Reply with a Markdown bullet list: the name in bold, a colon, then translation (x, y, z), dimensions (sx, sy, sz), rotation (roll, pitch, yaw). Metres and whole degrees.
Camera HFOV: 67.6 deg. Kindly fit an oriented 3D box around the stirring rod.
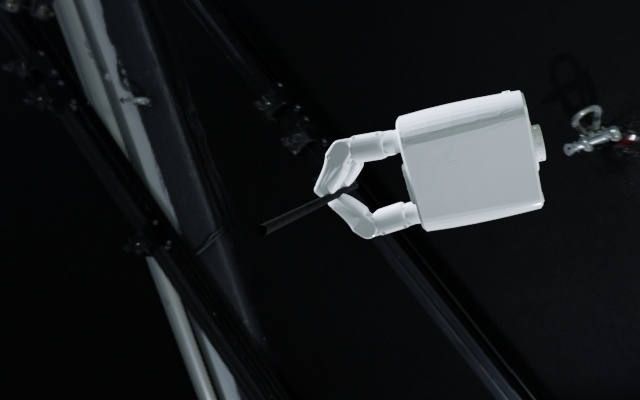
- **stirring rod**: translation (0.000, 0.001, 0.430), dimensions (0.011, 0.011, 0.239), rotation (0, 9, 19)
